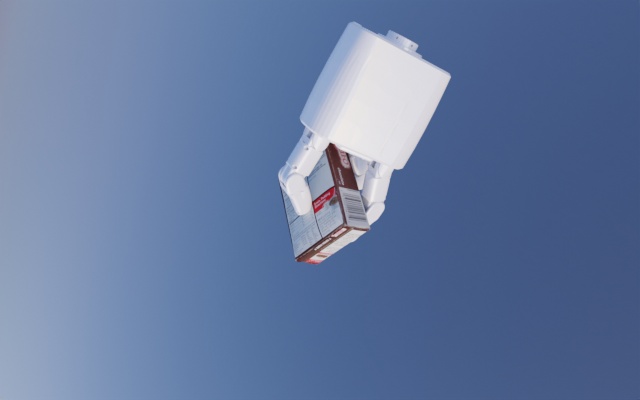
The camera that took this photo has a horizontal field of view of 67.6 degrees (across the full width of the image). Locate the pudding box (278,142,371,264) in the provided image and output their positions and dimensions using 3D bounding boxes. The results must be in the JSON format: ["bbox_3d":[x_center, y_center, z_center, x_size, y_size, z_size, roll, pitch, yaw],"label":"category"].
[{"bbox_3d":[0.000,0.002,0.534,0.039,0.113,0.090,13,-38,-38],"label":"pudding box"}]
